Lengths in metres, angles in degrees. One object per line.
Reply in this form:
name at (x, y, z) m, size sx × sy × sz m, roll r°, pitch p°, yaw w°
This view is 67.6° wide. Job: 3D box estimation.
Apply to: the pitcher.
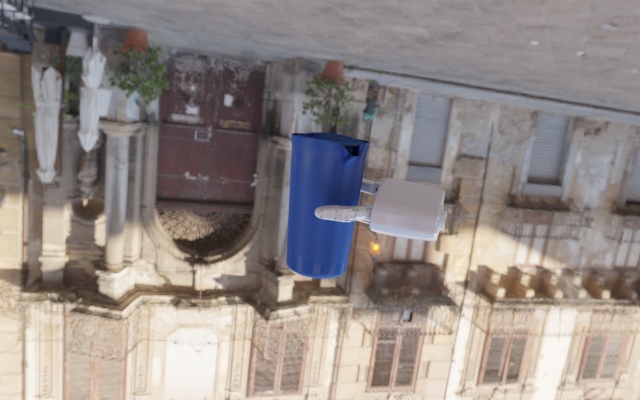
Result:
pitcher at (0.000, 0.003, 0.836) m, size 0.145 × 0.243 × 0.149 m, roll 9°, pitch 12°, yaw 13°
